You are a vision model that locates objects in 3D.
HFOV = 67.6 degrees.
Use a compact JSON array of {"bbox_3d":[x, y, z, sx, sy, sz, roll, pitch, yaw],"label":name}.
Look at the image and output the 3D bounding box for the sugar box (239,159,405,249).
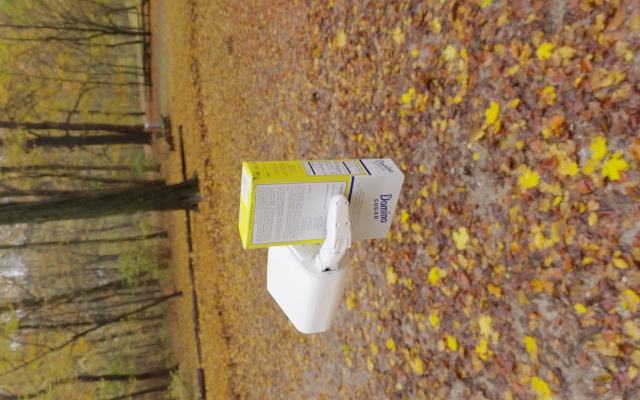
[{"bbox_3d":[0.000,0.002,0.543,0.176,0.093,0.048,-4,35,-21],"label":"sugar box"}]
